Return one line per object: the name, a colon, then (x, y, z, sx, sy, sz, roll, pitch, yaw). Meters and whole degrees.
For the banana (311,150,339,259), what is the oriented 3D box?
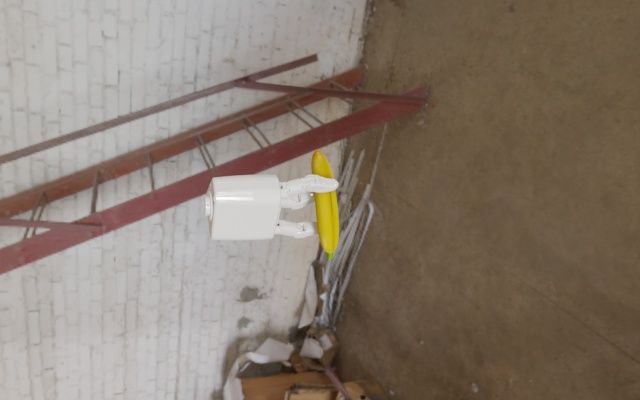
banana: (0.006, 0.004, 0.832, 0.037, 0.198, 0.069, -3, -6, -16)
